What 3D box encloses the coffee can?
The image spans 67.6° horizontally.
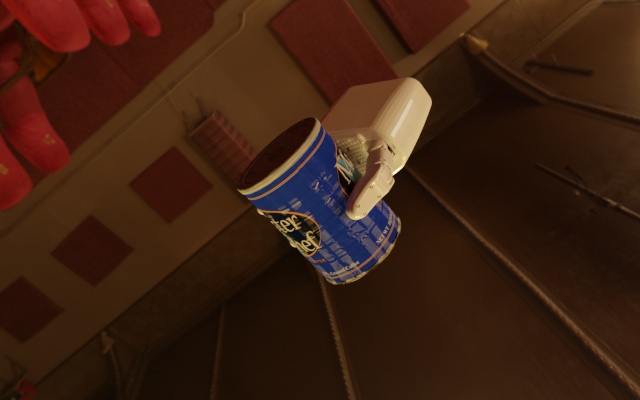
[{"bbox_3d":[0.000,0.002,0.486,0.140,0.102,0.103,48,-22,-21],"label":"coffee can"}]
